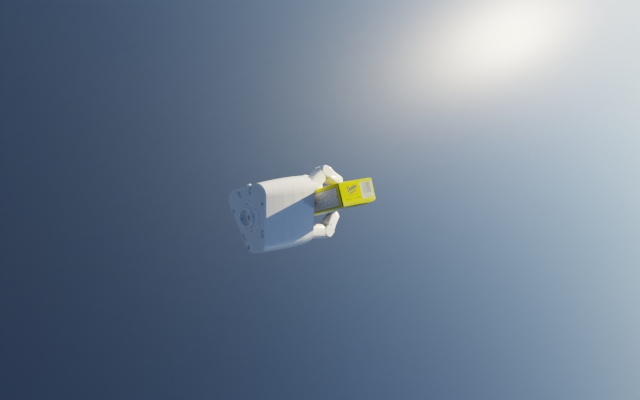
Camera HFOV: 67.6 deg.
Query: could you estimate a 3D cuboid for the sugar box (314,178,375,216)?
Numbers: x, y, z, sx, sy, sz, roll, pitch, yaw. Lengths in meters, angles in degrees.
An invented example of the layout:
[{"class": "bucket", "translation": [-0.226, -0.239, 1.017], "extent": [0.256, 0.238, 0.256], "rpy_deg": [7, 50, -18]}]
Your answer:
[{"class": "sugar box", "translation": [0.000, 0.002, 0.844], "extent": [0.176, 0.048, 0.093], "rpy_deg": [-13, -2, 42]}]
